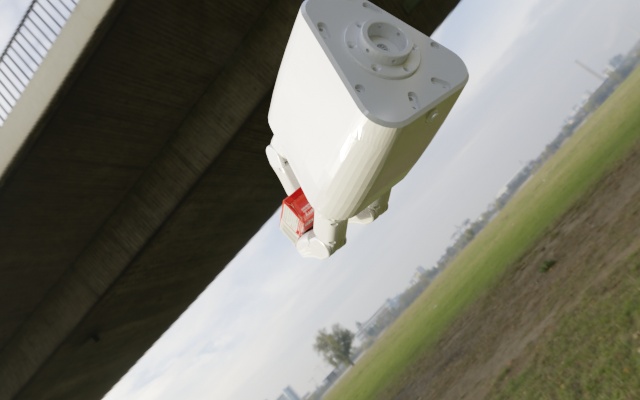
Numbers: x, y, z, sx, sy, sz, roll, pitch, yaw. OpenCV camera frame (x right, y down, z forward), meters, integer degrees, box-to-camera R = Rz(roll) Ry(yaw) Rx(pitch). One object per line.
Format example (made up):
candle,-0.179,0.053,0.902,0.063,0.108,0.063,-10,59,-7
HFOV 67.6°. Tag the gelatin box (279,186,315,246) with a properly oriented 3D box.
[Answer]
gelatin box,0.000,0.001,0.438,0.073,0.030,0.089,-39,-10,-18
